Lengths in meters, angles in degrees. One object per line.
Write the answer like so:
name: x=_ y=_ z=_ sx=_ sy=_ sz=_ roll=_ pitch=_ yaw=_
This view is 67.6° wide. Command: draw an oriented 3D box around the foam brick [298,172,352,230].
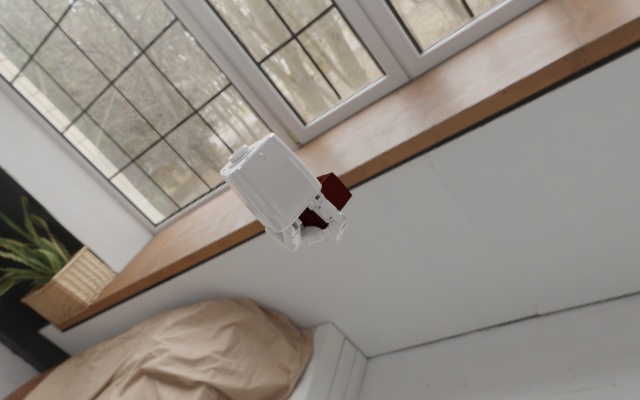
foam brick: x=0.000 y=0.002 z=0.736 sx=0.078 sy=0.051 sz=0.053 roll=-50 pitch=18 yaw=-27
